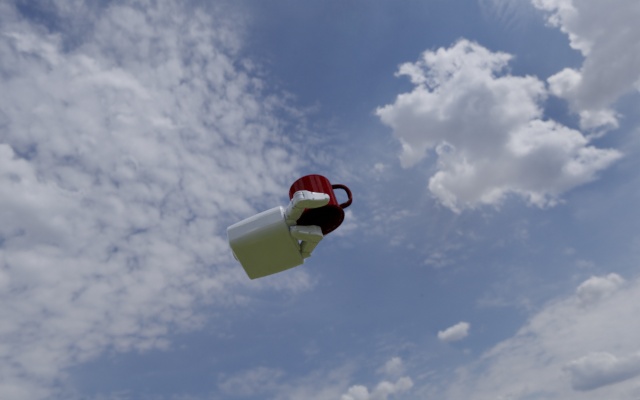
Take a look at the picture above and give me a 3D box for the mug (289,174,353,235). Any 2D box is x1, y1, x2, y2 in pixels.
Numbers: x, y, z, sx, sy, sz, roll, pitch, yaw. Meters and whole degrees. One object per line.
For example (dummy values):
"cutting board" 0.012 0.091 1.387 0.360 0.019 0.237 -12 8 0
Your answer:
"mug" 0.001 0.002 0.868 0.117 0.081 0.093 -20 -38 2
